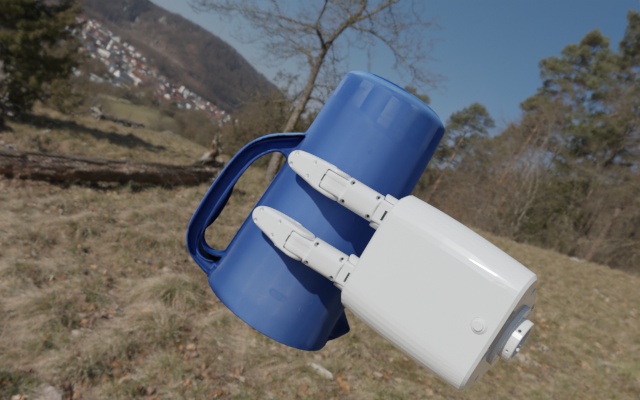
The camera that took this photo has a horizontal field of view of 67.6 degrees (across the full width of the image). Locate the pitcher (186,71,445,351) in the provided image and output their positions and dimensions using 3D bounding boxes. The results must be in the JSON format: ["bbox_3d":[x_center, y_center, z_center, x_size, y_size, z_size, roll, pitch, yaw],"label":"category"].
[{"bbox_3d":[0.000,0.002,0.450,0.145,0.243,0.149,35,5,33],"label":"pitcher"}]
